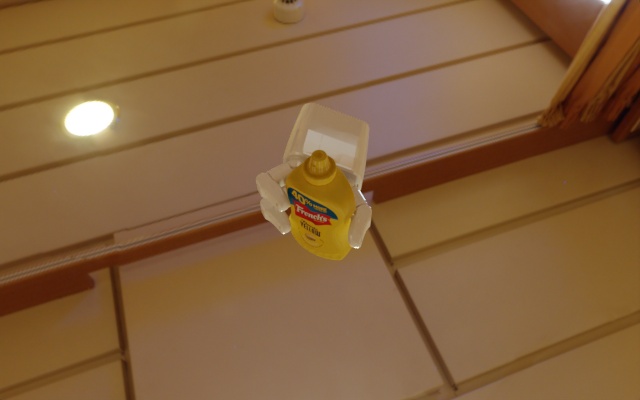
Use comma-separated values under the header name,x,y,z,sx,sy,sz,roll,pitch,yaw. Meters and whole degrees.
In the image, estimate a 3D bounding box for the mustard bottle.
name,x,y,z,sx,sy,sz,roll,pitch,yaw
mustard bottle,0.000,0.002,0.630,0.096,0.058,0.192,30,-30,20
